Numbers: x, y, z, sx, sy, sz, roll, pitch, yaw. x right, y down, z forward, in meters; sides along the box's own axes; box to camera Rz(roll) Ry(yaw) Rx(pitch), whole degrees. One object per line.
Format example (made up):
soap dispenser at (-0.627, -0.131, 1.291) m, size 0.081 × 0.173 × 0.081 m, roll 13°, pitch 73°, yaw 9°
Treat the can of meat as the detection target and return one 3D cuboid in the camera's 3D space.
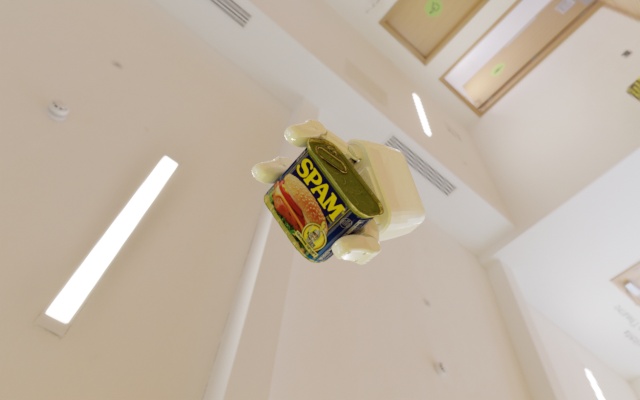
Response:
can of meat at (0.000, 0.002, 0.492) m, size 0.084 × 0.102 × 0.057 m, roll -46°, pitch -21°, yaw 27°
